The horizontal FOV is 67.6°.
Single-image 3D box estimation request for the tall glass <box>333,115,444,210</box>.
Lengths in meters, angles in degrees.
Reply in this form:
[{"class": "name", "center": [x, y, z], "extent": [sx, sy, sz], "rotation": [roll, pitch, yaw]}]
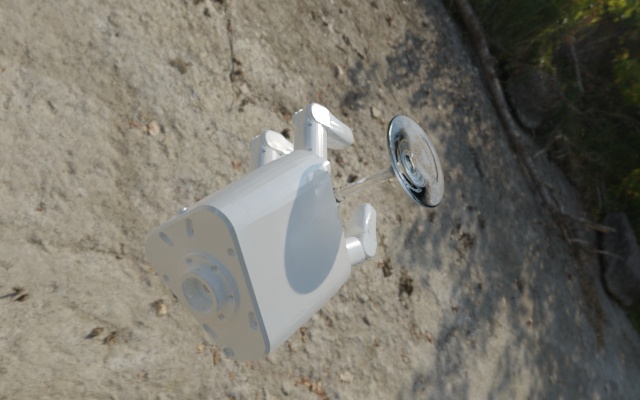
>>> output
[{"class": "tall glass", "center": [0.001, 0.001, 0.416], "extent": [0.201, 0.079, 0.079], "rotation": [-23, -15, 38]}]
